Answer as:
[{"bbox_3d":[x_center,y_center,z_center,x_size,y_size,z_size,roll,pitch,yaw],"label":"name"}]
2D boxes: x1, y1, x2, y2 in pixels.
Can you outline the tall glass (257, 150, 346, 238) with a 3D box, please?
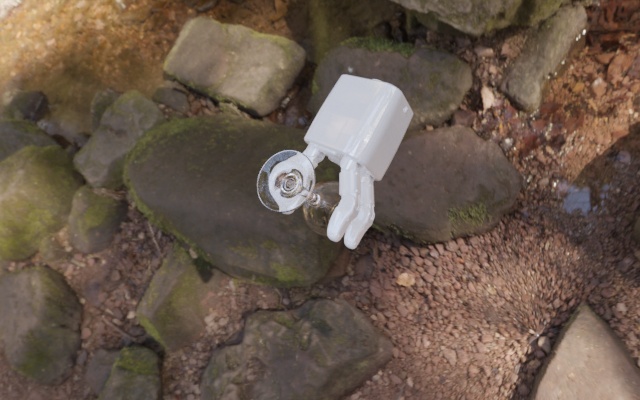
[{"bbox_3d":[0.000,0.002,0.627,0.079,0.079,0.201,0,-15,24],"label":"tall glass"}]
